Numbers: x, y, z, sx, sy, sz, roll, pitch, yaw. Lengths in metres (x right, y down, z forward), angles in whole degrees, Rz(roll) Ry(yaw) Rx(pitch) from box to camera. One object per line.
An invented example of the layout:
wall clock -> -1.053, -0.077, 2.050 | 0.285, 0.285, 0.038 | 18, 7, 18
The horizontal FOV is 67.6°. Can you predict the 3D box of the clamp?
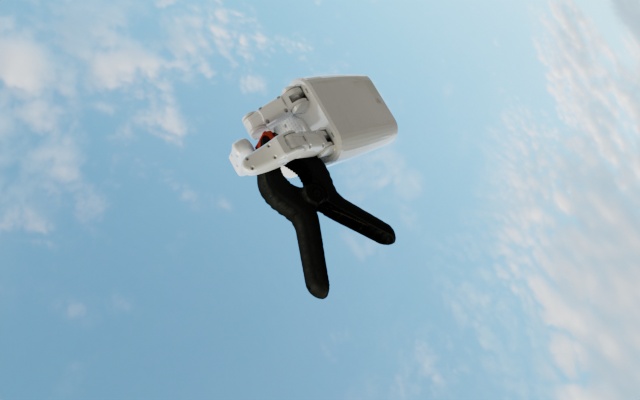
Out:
clamp -> 0.000, 0.002, 0.478 | 0.120, 0.171, 0.039 | -19, -15, -42
